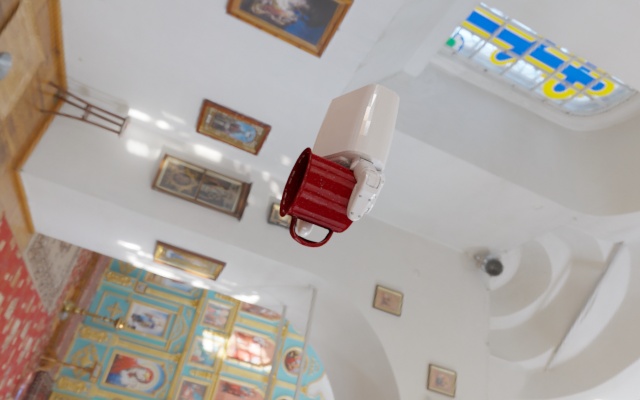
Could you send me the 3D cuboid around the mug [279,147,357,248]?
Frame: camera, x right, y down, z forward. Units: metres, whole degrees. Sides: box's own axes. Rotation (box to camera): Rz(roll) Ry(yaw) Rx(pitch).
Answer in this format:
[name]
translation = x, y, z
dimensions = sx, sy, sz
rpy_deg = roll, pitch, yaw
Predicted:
[mug]
translation = 0.000, 0.003, 0.596
dimensions = 0.081, 0.117, 0.093
rpy_deg = 22, -18, -15
